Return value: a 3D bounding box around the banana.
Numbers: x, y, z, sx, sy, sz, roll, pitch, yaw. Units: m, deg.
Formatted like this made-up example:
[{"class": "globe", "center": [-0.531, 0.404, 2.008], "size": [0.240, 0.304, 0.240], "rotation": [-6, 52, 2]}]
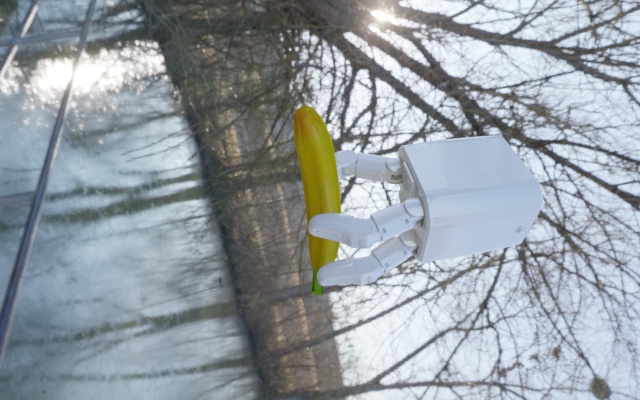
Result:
[{"class": "banana", "center": [0.000, -0.005, 0.458], "size": [0.037, 0.198, 0.069], "rotation": [-4, 30, 3]}]
